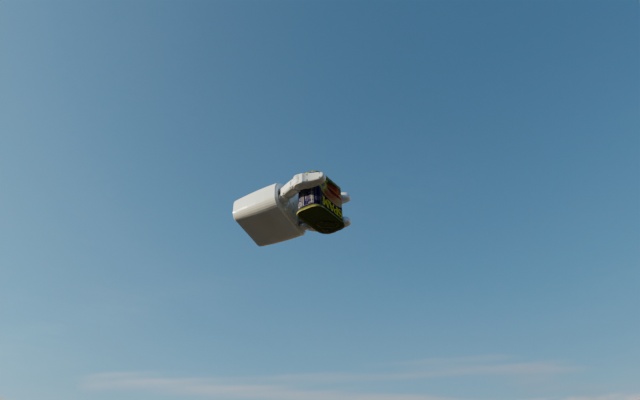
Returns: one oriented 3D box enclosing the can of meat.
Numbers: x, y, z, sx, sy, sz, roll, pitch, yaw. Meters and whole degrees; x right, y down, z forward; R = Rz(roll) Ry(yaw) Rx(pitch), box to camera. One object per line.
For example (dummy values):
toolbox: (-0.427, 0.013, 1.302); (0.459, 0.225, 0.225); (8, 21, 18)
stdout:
can of meat: (0.000, 0.003, 0.899); (0.057, 0.084, 0.102); (-22, -38, 26)
